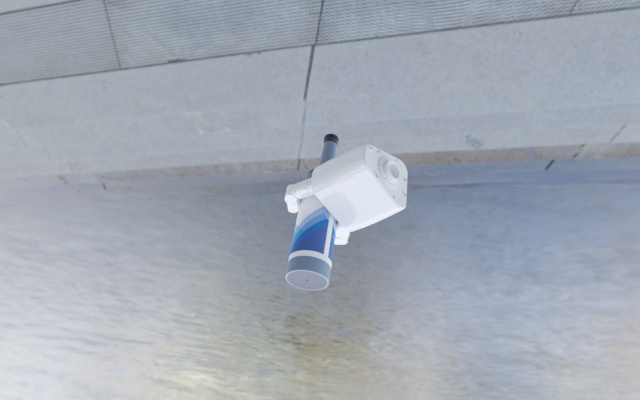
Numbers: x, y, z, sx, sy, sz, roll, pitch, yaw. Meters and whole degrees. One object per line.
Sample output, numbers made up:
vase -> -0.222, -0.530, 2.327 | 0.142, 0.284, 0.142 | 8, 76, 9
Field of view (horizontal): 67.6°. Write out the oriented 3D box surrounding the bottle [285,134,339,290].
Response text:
bottle -> 0.000, 0.003, 0.803 | 0.069, 0.295, 0.069 | 6, -35, 5
